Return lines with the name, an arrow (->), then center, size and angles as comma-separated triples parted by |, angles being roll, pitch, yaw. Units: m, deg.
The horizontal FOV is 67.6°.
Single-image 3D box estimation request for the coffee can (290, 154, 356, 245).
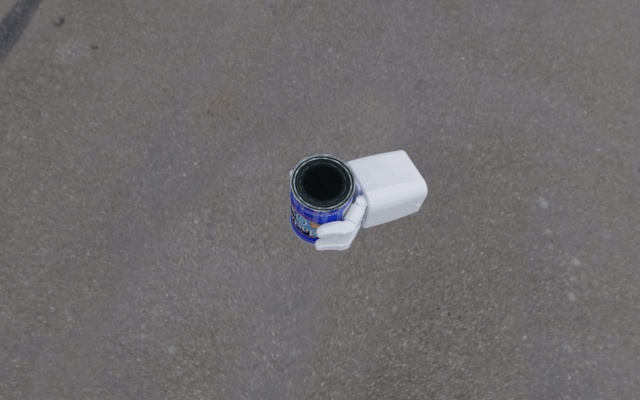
coffee can -> 0.000, 0.003, 0.797 | 0.103, 0.102, 0.140 | 0, -27, -3
